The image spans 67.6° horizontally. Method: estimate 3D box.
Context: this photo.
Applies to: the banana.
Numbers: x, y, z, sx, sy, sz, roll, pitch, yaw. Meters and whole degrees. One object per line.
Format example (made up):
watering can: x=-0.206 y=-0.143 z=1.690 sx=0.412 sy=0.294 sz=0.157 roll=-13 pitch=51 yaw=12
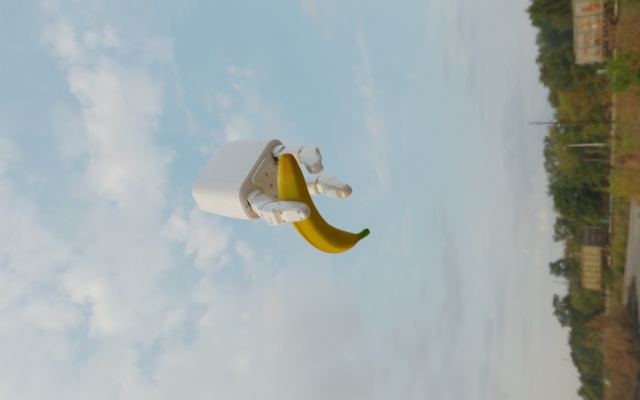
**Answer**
banana: x=-0.006 y=0.020 z=0.625 sx=0.037 sy=0.069 sz=0.198 roll=10 pitch=-25 yaw=43
